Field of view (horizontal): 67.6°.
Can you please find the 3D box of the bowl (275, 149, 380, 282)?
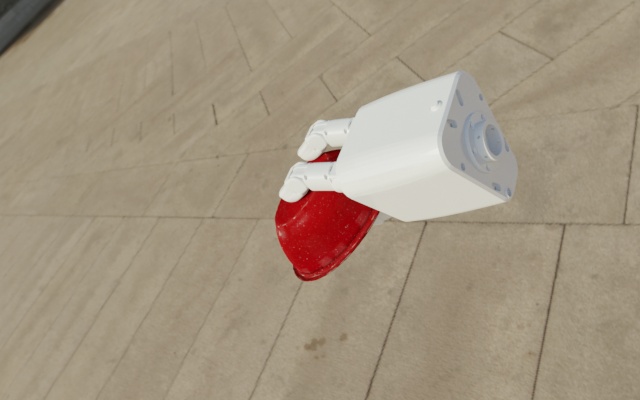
[{"bbox_3d":[-0.001,0.002,0.506,0.055,0.162,0.162,34,-13,-20],"label":"bowl"}]
